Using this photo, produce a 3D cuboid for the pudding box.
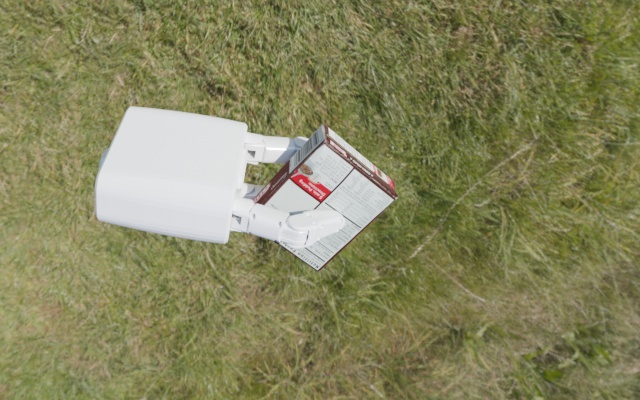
[{"bbox_3d":[0.000,0.001,0.440,0.090,0.113,0.039,37,25,-20],"label":"pudding box"}]
